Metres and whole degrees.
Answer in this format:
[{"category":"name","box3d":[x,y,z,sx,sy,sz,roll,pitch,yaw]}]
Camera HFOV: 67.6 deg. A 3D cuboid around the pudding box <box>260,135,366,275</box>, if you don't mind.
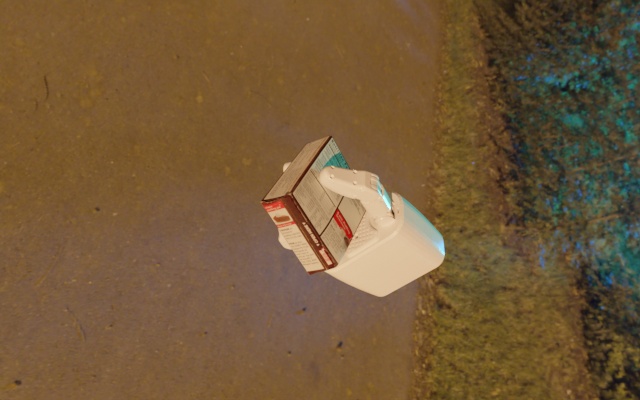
[{"category":"pudding box","box3d":[0.000,0.002,0.469,0.039,0.090,0.113,-18,25,32]}]
